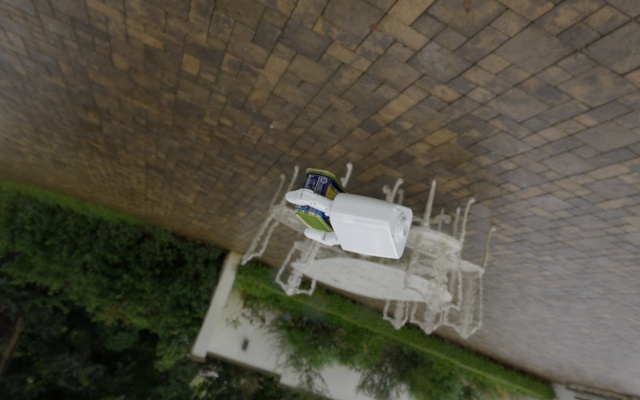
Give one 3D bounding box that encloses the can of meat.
[{"bbox_3d":[0.000,0.003,0.862,0.057,0.084,0.102,10,-19,26],"label":"can of meat"}]
